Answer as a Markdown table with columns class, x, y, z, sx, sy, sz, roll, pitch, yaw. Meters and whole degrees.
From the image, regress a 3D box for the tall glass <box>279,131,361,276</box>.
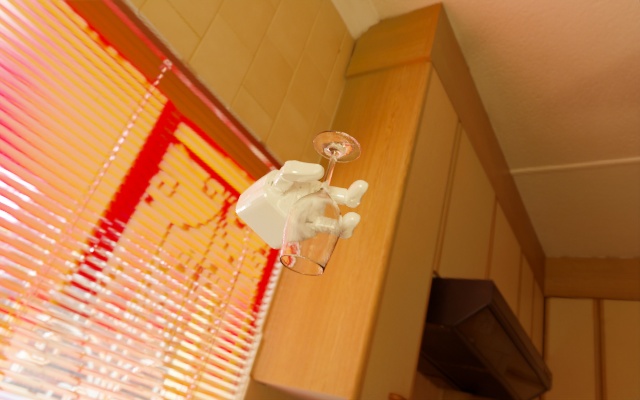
| class | x | y | z | sx | sy | sz | roll | pitch | yaw |
| --- | --- | --- | --- | --- | --- | --- | --- | --- | --- |
| tall glass | 0.000 | 0.002 | 0.674 | 0.079 | 0.201 | 0.079 | 13 | -29 | 7 |
